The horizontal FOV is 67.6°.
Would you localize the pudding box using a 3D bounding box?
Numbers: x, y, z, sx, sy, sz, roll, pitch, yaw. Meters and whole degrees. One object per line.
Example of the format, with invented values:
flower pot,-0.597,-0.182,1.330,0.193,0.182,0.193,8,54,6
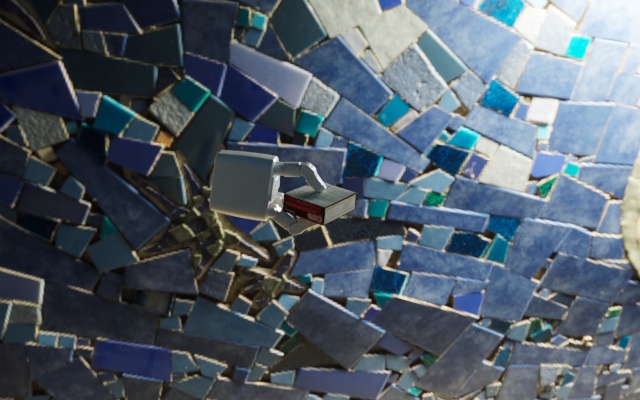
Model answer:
pudding box,0.000,0.003,0.859,0.090,0.039,0.113,20,27,29
